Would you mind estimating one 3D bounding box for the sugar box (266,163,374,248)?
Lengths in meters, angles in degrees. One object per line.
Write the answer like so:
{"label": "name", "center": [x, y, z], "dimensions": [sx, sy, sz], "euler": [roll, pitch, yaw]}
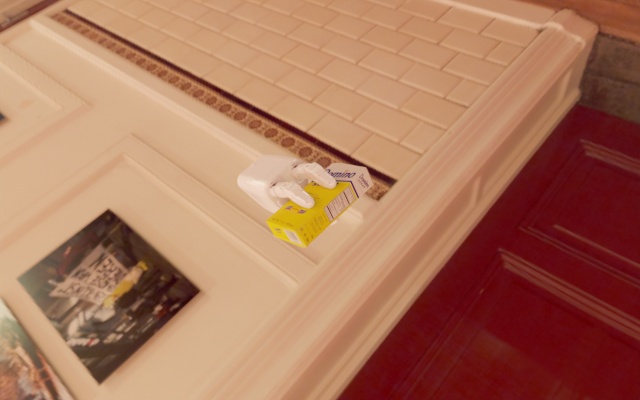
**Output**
{"label": "sugar box", "center": [0.000, 0.002, 0.826], "dimensions": [0.176, 0.048, 0.093], "euler": [-44, 33, -24]}
